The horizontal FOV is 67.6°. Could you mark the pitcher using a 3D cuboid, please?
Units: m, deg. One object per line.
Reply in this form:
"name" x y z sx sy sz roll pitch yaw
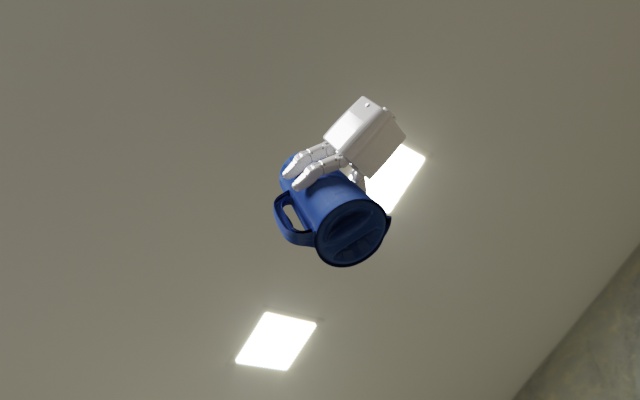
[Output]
"pitcher" 0.000 0.003 0.867 0.149 0.145 0.242 38 8 -37
